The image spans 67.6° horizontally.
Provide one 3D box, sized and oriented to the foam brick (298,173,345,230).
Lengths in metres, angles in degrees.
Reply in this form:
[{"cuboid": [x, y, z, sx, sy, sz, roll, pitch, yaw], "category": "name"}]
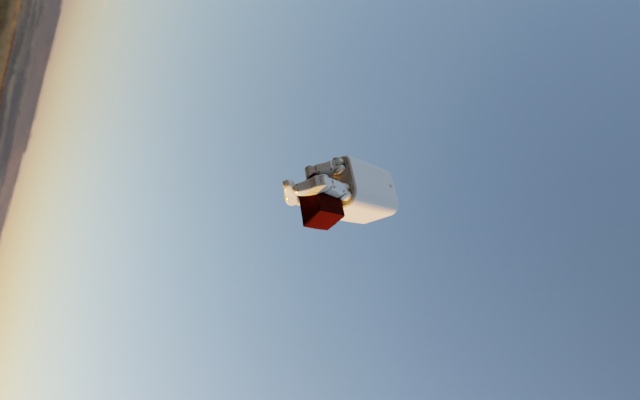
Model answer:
[{"cuboid": [0.000, 0.003, 0.795, 0.051, 0.078, 0.053, 15, -40, -34], "category": "foam brick"}]
